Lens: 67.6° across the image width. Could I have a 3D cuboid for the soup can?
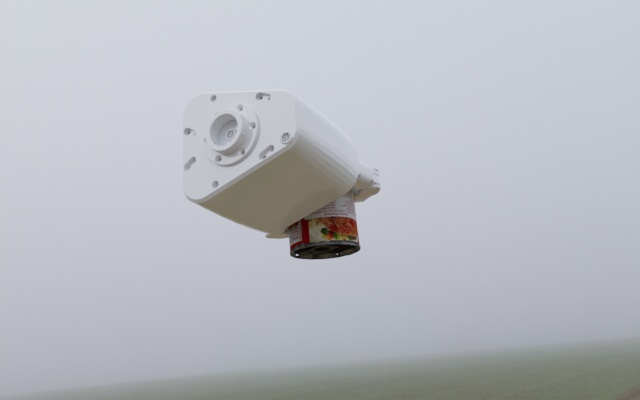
[{"bbox_3d":[0.000,0.001,0.470,0.068,0.102,0.068,-5,-18,-2],"label":"soup can"}]
